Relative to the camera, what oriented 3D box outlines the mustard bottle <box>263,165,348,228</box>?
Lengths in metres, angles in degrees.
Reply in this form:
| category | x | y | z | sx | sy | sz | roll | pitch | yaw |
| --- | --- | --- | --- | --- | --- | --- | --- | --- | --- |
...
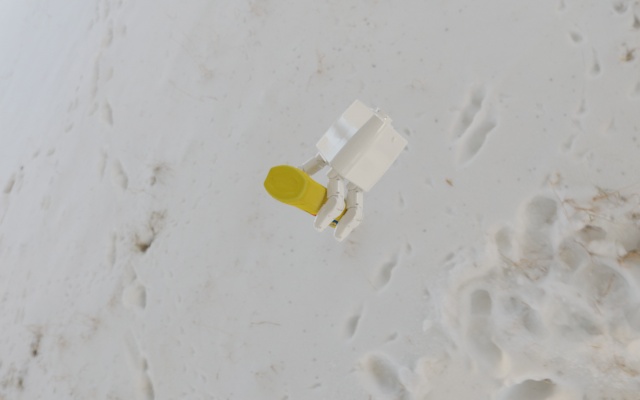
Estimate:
| category | x | y | z | sx | sy | sz | roll | pitch | yaw |
| --- | --- | --- | --- | --- | --- | --- | --- | --- | --- |
| mustard bottle | 0.000 | 0.003 | 0.796 | 0.096 | 0.058 | 0.192 | 19 | -6 | 42 |
